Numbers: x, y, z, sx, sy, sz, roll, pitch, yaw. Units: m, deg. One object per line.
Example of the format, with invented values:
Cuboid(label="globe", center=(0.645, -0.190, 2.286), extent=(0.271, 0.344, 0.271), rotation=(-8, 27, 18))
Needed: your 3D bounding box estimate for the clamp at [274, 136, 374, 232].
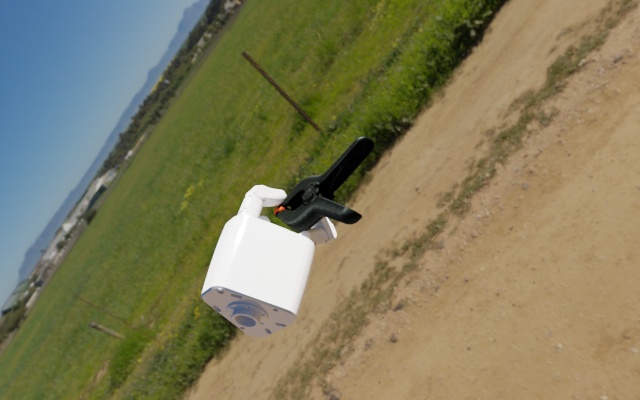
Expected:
Cuboid(label="clamp", center=(0.000, 0.002, 0.598), extent=(0.039, 0.120, 0.171), rotation=(35, -47, -22))
